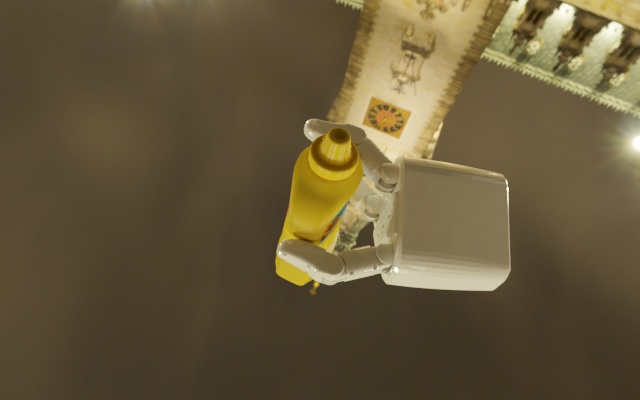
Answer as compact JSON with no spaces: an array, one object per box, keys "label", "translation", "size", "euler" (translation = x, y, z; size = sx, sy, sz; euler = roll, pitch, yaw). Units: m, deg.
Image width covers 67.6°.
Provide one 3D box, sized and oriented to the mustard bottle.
[{"label":"mustard bottle","translation":[0.000,0.002,0.450],"size":[0.058,0.096,0.192],"euler":[27,-34,6]}]
